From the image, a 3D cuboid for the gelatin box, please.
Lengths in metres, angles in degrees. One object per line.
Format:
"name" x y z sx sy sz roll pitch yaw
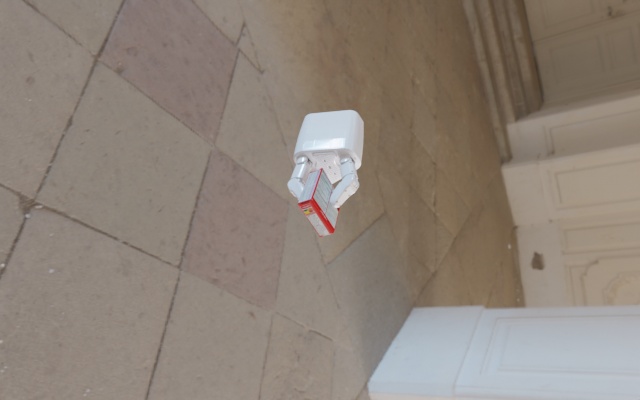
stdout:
"gelatin box" 0.000 0.003 0.773 0.030 0.073 0.089 -18 32 25
